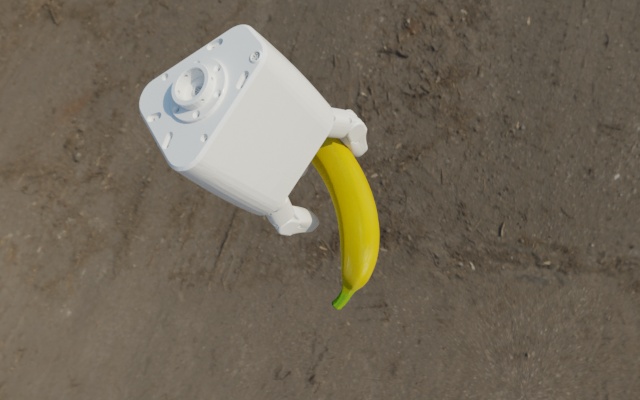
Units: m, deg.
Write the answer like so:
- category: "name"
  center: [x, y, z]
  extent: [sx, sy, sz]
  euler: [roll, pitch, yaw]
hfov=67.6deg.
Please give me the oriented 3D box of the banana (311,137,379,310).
- category: "banana"
  center: [0.017, -0.002, 0.457]
  extent: [0.069, 0.197, 0.037]
  euler: [-21, -22, 24]
